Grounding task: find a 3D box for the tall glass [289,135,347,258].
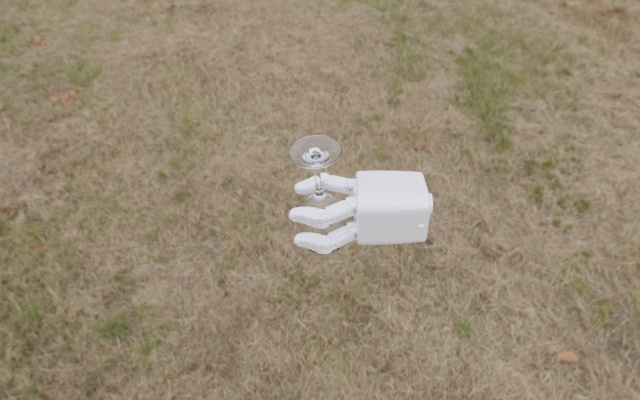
[{"bbox_3d":[0.000,0.002,0.736,0.079,0.201,0.079,-3,44,3],"label":"tall glass"}]
